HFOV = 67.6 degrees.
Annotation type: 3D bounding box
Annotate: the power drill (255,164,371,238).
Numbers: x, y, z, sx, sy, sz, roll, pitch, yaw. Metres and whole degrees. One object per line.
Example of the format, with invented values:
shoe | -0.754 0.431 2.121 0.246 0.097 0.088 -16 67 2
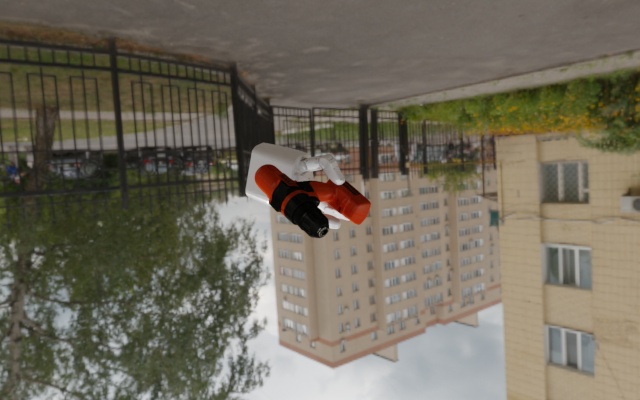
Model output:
power drill | 0.000 0.003 0.823 0.187 0.057 0.184 6 30 -46
